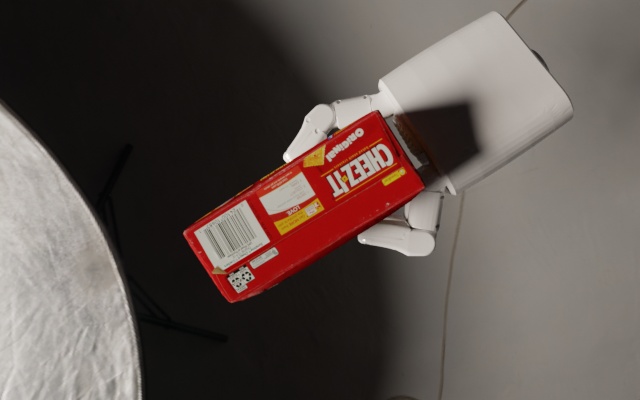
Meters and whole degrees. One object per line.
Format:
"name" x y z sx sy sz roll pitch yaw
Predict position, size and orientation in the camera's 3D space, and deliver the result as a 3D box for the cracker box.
"cracker box" 0.000 0.001 0.429 0.164 0.072 0.213 -32 -1 8
